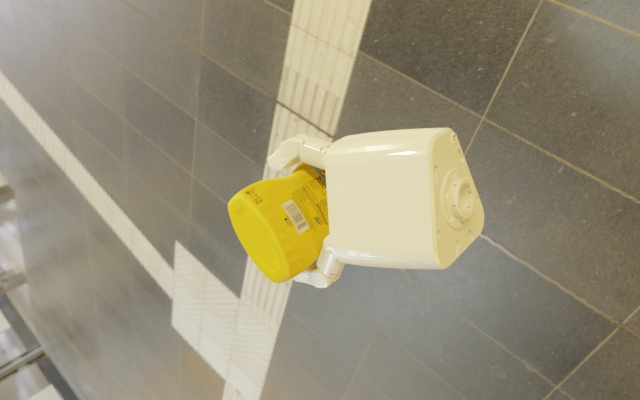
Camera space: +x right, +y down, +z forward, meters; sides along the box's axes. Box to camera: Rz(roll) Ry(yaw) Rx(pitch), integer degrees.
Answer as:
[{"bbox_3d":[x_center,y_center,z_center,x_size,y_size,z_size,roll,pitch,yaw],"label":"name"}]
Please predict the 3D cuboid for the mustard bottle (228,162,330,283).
[{"bbox_3d":[0.000,0.002,0.510,0.191,0.096,0.058,-31,-2,-43],"label":"mustard bottle"}]
